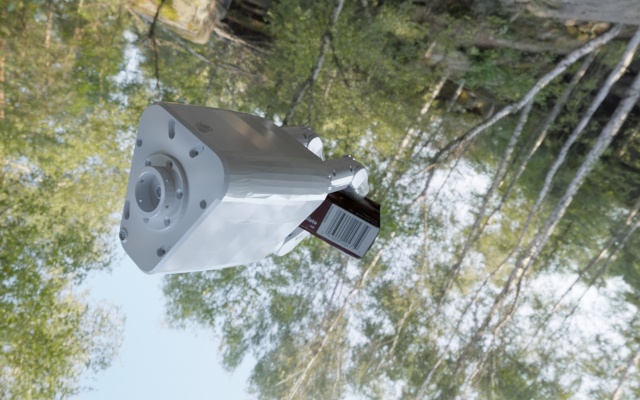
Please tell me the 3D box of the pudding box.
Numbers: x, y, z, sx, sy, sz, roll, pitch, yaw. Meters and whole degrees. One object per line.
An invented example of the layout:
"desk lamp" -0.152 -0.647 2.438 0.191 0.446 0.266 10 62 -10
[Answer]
"pudding box" 0.000 0.002 0.444 0.113 0.039 0.090 31 15 -1
